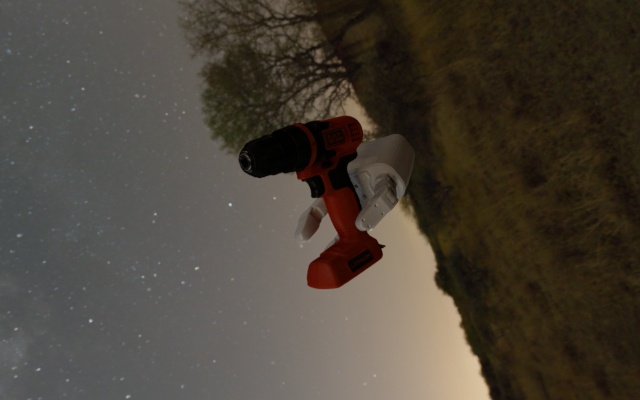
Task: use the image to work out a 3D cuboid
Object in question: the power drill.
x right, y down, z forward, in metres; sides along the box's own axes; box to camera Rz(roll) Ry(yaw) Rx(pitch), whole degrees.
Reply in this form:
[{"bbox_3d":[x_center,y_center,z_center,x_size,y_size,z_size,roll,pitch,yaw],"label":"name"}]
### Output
[{"bbox_3d":[0.000,0.002,0.549,0.057,0.188,0.184,-4,14,44],"label":"power drill"}]
